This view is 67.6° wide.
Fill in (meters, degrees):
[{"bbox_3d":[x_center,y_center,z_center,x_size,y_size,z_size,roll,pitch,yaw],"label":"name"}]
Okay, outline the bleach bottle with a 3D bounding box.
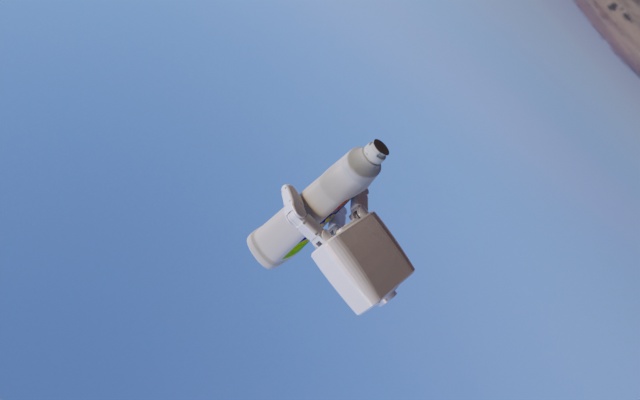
[{"bbox_3d":[0.000,0.002,0.692,0.251,0.068,0.102,-43,-9,34],"label":"bleach bottle"}]
